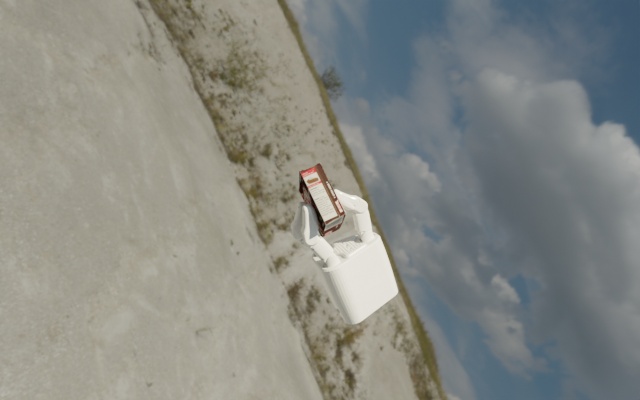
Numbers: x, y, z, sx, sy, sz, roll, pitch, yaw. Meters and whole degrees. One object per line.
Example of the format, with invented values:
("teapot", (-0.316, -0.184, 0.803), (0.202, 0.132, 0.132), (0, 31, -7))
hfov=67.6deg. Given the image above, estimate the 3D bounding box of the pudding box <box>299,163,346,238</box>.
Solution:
("pudding box", (0.000, 0.002, 0.738), (0.039, 0.090, 0.113), (-25, -11, -10))
